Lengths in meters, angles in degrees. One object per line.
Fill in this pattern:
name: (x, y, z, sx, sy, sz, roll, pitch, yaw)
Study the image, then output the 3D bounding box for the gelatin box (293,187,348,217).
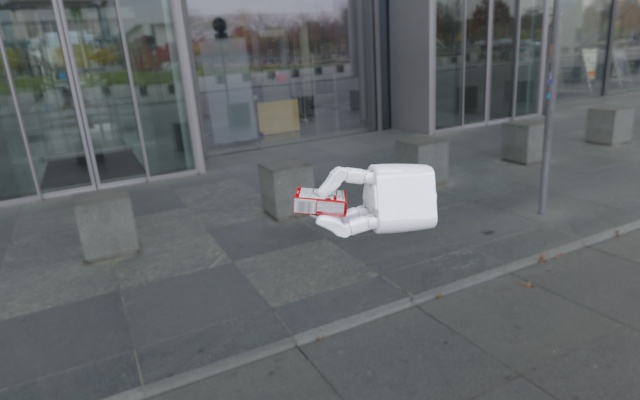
gelatin box: (0.000, 0.002, 0.813, 0.089, 0.030, 0.073, 5, 16, 0)
